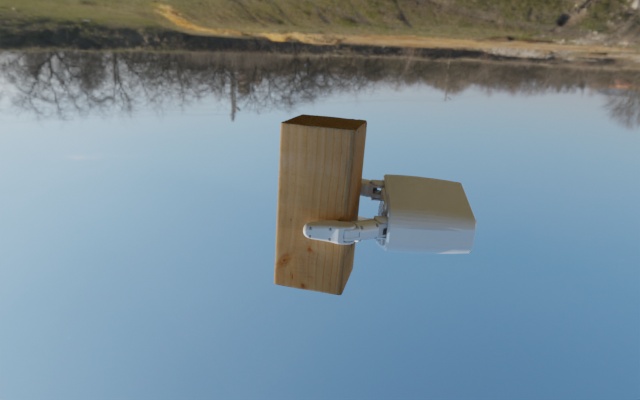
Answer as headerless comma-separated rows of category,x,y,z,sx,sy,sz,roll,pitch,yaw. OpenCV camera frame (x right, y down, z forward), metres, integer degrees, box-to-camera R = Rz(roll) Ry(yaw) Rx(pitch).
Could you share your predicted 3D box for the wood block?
wood block,0.000,0.002,0.605,0.090,0.206,0.090,8,18,12
